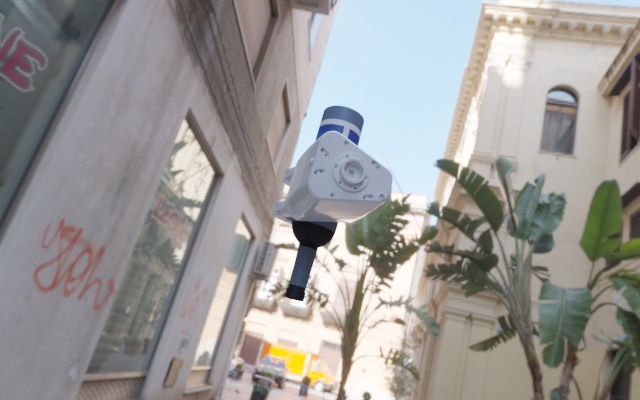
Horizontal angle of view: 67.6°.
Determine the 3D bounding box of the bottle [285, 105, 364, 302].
[{"bbox_3d":[0.000,0.002,0.709,0.069,0.295,0.069,14,-18,5],"label":"bottle"}]
